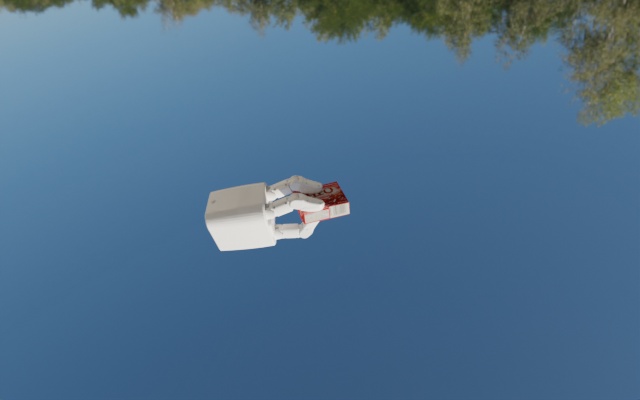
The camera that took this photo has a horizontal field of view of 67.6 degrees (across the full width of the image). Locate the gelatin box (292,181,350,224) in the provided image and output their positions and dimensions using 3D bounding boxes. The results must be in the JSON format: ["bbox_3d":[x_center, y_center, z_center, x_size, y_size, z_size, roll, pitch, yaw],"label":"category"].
[{"bbox_3d":[0.001,0.003,0.871,0.089,0.030,0.073,-13,36,-11],"label":"gelatin box"}]
